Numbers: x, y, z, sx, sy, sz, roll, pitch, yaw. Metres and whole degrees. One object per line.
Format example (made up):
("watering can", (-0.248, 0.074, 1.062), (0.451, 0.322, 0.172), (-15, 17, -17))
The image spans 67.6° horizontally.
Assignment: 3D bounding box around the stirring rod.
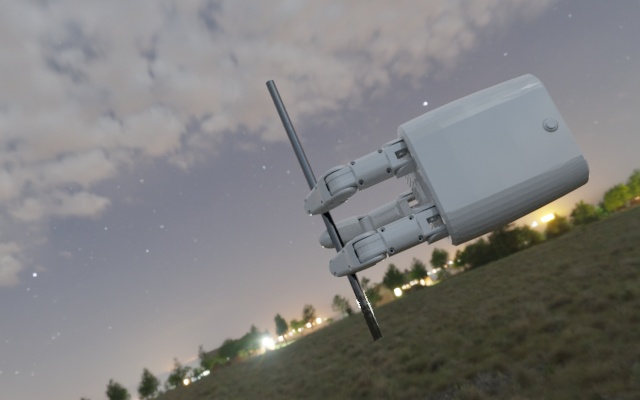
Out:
("stirring rod", (0.000, 0.001, 0.403), (0.011, 0.239, 0.011), (-22, -13, -5))
